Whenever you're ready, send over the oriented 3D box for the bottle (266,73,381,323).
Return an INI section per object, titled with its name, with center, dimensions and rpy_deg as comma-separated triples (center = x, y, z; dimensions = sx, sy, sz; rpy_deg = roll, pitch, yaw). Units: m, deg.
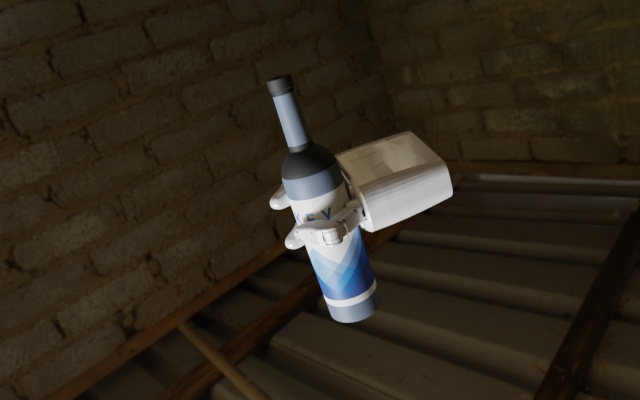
[bottle]
center = 0.000, 0.002, 0.550
dimensions = 0.069, 0.296, 0.069
rpy_deg = -16, 20, 6
